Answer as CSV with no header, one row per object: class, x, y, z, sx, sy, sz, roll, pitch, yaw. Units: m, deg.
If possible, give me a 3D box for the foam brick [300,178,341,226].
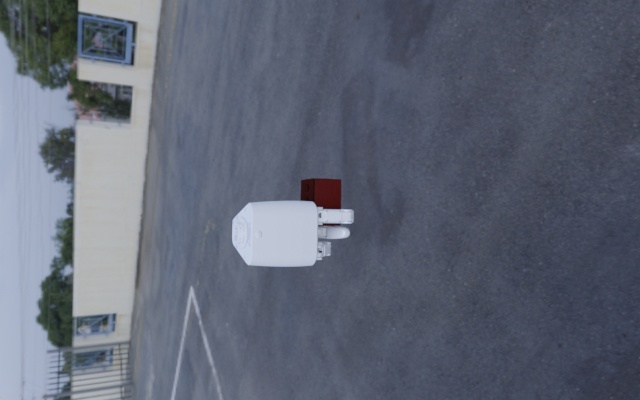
foam brick,0.000,0.002,0.784,0.051,0.078,0.053,2,-1,-24
